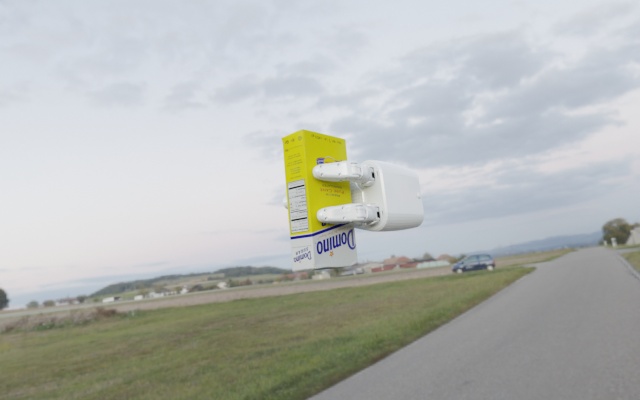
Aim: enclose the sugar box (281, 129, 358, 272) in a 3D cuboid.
[{"bbox_3d":[0.001,0.002,0.627,0.048,0.176,0.093,-15,-11,39],"label":"sugar box"}]
